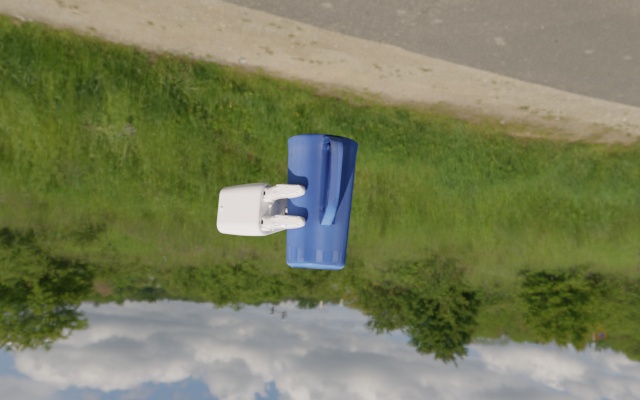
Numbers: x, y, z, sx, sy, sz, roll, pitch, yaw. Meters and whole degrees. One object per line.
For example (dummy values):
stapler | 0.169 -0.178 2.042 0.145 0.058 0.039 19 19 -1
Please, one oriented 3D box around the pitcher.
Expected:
pitcher | 0.000 0.003 0.877 0.145 0.243 0.149 -1 -9 29
